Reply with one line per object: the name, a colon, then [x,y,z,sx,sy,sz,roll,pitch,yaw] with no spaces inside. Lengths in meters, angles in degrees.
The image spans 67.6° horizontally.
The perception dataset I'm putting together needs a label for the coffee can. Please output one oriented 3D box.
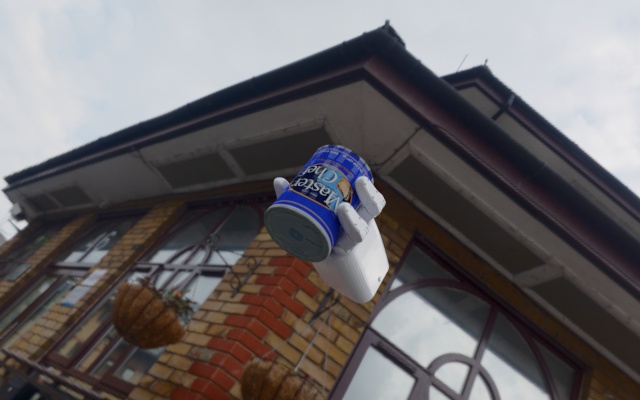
coffee can: [0.000,0.002,0.679,0.103,0.103,0.140,0,41,40]
